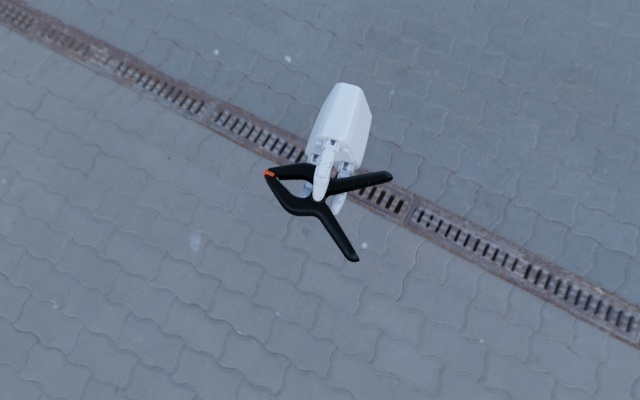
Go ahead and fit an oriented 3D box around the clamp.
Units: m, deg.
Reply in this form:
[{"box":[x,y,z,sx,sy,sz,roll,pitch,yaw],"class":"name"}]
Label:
[{"box":[0.000,0.002,0.786,0.210,0.164,0.036,15,-20,6],"class":"clamp"}]
